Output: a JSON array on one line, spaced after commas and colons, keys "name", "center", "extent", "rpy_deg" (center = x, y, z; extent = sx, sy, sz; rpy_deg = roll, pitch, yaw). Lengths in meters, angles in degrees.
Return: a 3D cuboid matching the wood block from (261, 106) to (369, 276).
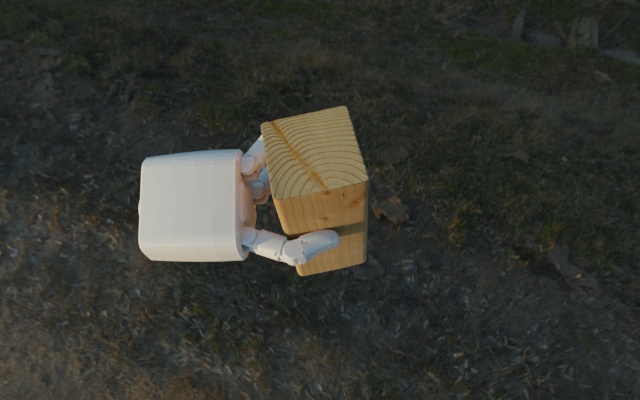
[{"name": "wood block", "center": [0.000, 0.002, 0.536], "extent": [0.090, 0.090, 0.206], "rpy_deg": [-12, -28, -1]}]
